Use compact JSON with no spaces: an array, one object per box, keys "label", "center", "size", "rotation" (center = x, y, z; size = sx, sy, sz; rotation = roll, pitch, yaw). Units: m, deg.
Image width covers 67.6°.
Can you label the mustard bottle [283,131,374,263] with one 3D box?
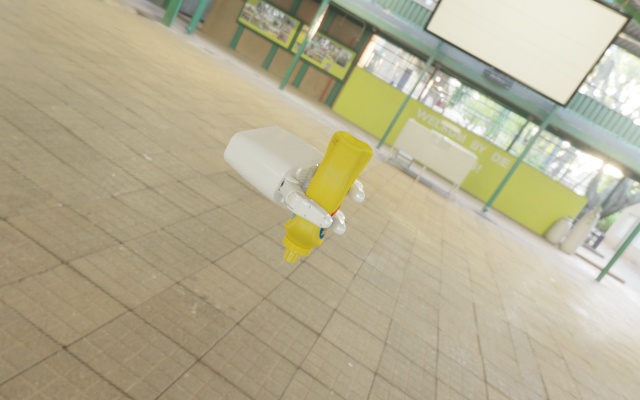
[{"label":"mustard bottle","center":[0.001,0.002,0.642],"size":[0.058,0.192,0.096],"rotation":[30,15,1]}]
